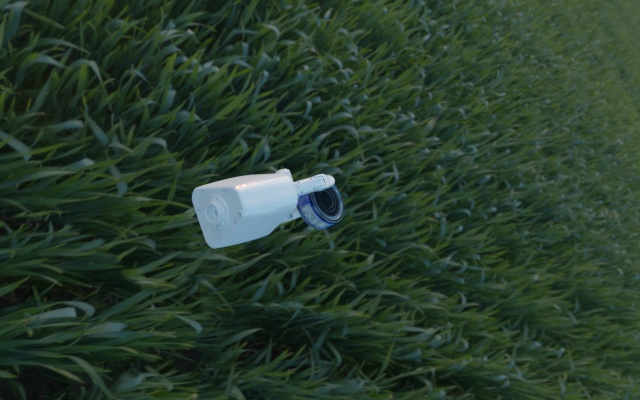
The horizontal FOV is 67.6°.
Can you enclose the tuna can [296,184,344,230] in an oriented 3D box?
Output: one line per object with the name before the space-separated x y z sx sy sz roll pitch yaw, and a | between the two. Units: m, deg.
tuna can | 0.001 0.002 0.785 0.034 0.086 0.086 -26 -16 36
